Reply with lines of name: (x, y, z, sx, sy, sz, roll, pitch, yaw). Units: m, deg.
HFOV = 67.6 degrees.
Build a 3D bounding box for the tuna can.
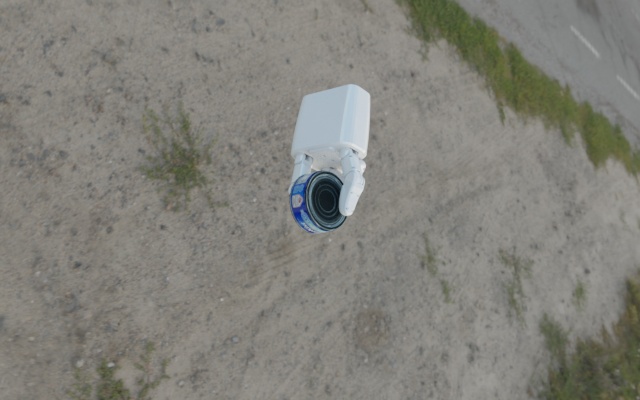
tuna can: (0.000, 0.002, 0.659, 0.086, 0.086, 0.034, 0, -8, -44)
